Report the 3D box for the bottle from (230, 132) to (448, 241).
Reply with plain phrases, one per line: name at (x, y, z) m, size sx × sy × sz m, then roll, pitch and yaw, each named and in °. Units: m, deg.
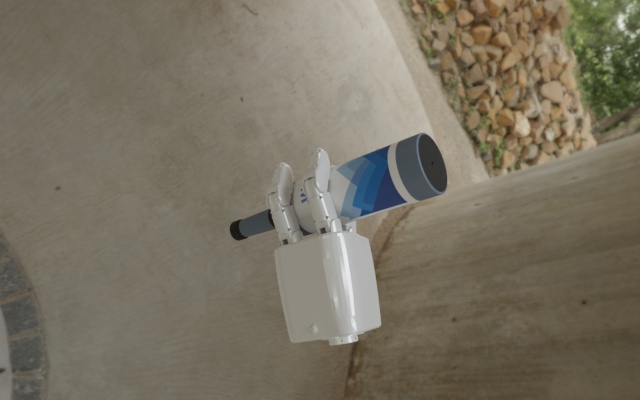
bottle at (0.000, 0.002, 0.568) m, size 0.296 × 0.069 × 0.069 m, roll -19°, pitch -11°, yaw 35°
